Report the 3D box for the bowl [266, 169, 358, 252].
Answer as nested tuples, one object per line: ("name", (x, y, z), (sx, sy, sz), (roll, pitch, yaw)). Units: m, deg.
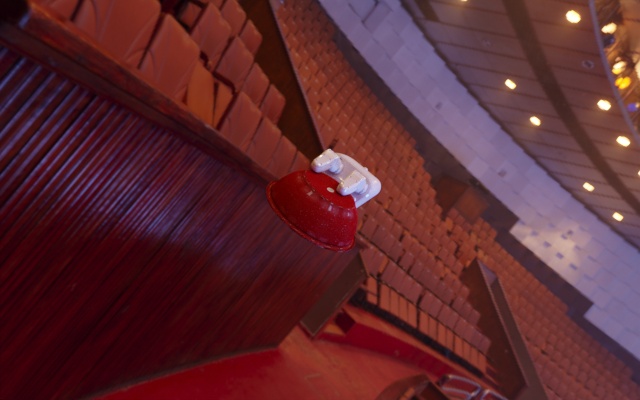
("bowl", (0.000, 0.002, 0.720), (0.162, 0.055, 0.162), (30, 24, -14))
